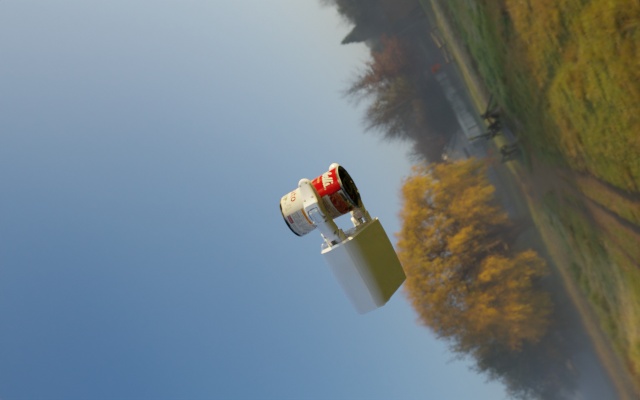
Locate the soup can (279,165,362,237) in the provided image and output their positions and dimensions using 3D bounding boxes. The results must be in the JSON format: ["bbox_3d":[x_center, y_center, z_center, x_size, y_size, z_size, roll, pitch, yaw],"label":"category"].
[{"bbox_3d":[0.000,0.002,0.697,0.102,0.068,0.068,-28,-10,19],"label":"soup can"}]
